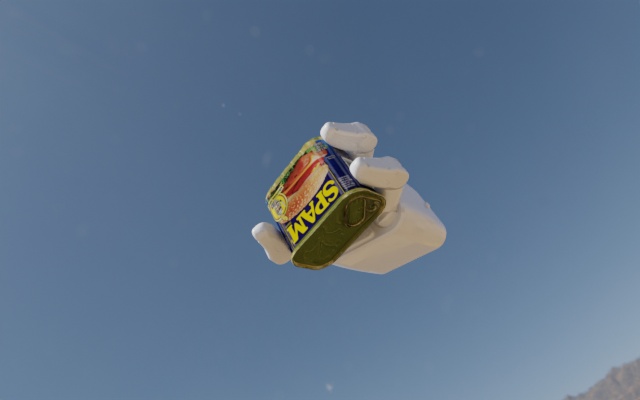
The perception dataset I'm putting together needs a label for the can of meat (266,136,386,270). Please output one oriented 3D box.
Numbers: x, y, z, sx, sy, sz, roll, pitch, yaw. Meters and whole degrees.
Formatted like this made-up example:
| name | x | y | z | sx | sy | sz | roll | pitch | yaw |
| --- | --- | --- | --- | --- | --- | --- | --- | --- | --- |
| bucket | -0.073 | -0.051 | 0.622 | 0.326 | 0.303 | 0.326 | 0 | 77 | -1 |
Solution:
| name | x | y | z | sx | sy | sz | roll | pitch | yaw |
| --- | --- | --- | --- | --- | --- | --- | --- | --- | --- |
| can of meat | 0.000 | 0.001 | 0.462 | 0.057 | 0.102 | 0.084 | 18 | 31 | -45 |
